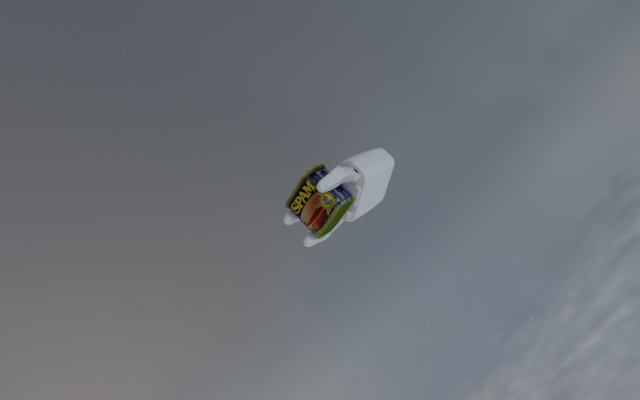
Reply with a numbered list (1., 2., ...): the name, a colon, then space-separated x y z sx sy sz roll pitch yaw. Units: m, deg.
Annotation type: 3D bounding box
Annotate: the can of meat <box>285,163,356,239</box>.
1. can of meat: 0.000 0.003 0.806 0.057 0.084 0.102 -26 -24 -50
